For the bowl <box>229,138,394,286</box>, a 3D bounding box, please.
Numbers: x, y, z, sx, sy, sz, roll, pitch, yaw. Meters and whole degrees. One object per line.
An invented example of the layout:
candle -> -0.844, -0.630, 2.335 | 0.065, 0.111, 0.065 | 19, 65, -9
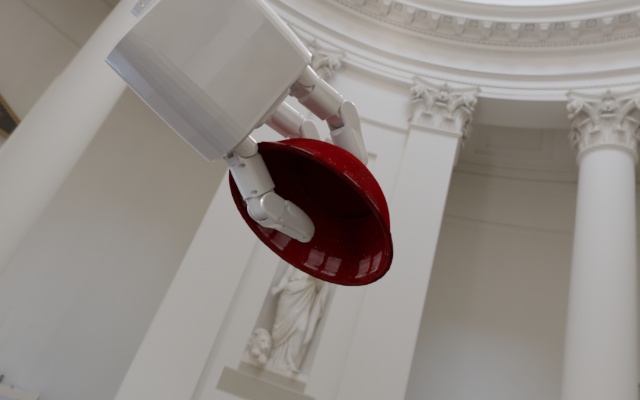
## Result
bowl -> 0.001, 0.002, 0.421 | 0.162, 0.162, 0.055 | 0, 39, 41
